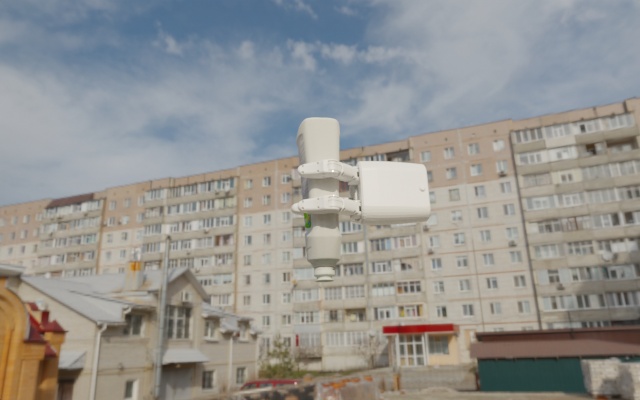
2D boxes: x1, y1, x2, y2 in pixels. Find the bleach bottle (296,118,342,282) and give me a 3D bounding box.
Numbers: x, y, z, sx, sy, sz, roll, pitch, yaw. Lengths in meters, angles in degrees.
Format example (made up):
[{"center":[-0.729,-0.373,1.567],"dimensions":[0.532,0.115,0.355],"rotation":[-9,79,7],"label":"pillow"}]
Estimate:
[{"center":[0.000,0.002,0.752],"dimensions":[0.068,0.250,0.102],"rotation":[0,-17,-8],"label":"bleach bottle"}]
